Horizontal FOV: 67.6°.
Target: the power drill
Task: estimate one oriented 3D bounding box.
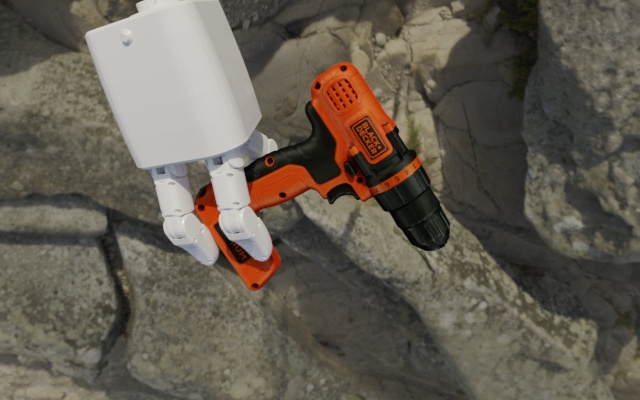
[{"bbox_3d":[0.000,0.001,0.427,0.187,0.184,0.057,-33,6,7],"label":"power drill"}]
